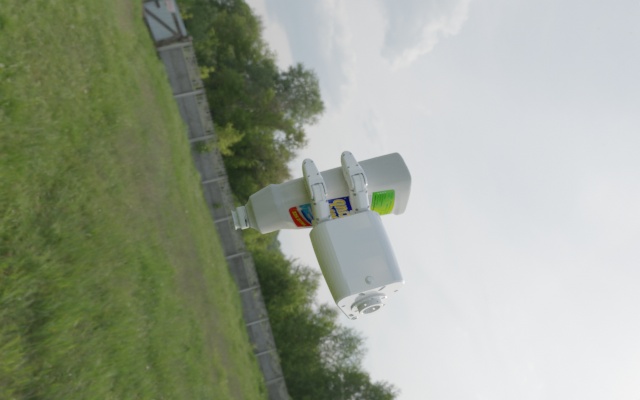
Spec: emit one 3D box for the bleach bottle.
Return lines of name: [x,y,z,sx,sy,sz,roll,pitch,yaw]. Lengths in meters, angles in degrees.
bleach bottle: [0.000,0.002,0.684,0.251,0.068,0.103,-14,-34,-10]
